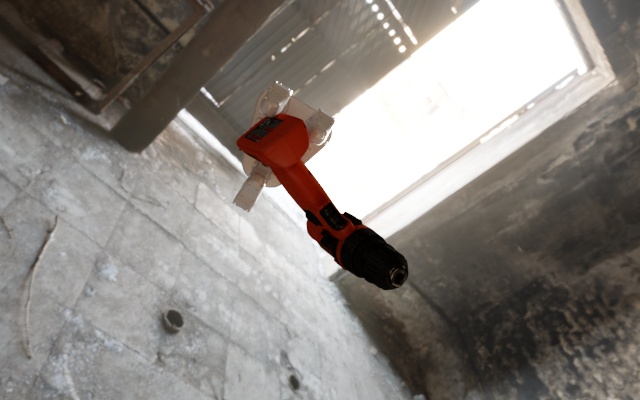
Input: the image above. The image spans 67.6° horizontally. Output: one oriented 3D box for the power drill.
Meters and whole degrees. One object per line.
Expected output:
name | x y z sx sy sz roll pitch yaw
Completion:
power drill | 0.000 0.001 0.496 0.057 0.188 0.184 -41 27 -12
